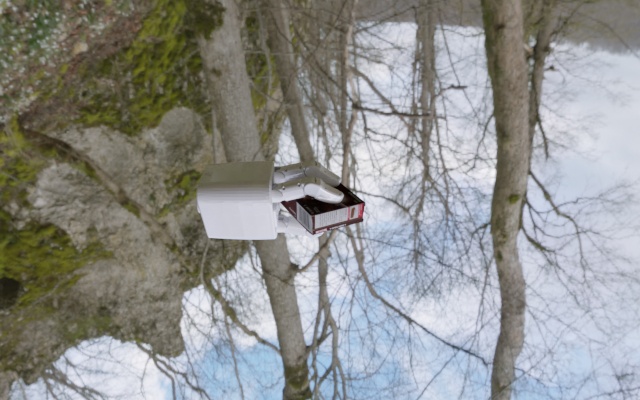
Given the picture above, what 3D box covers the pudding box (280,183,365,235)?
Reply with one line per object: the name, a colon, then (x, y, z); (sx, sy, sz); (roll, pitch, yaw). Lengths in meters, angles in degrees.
pudding box: (0.000, 0.003, 0.721); (0.090, 0.039, 0.113); (-14, 34, -25)
